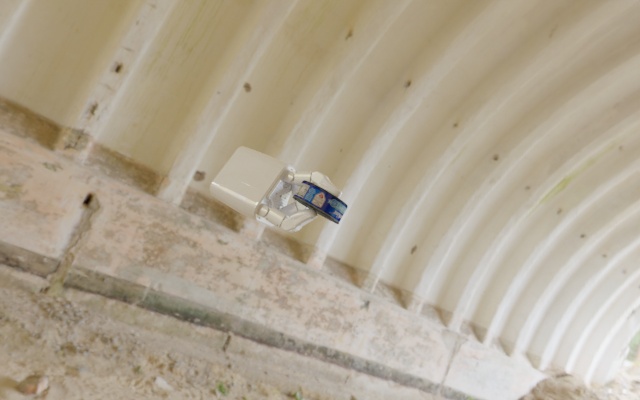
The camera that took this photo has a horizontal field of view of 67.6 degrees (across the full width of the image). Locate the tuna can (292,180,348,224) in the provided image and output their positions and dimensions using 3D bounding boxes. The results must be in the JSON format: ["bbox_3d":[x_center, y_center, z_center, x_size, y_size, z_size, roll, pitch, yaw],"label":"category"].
[{"bbox_3d":[0.000,0.002,0.763,0.086,0.034,0.086,30,-5,3],"label":"tuna can"}]
